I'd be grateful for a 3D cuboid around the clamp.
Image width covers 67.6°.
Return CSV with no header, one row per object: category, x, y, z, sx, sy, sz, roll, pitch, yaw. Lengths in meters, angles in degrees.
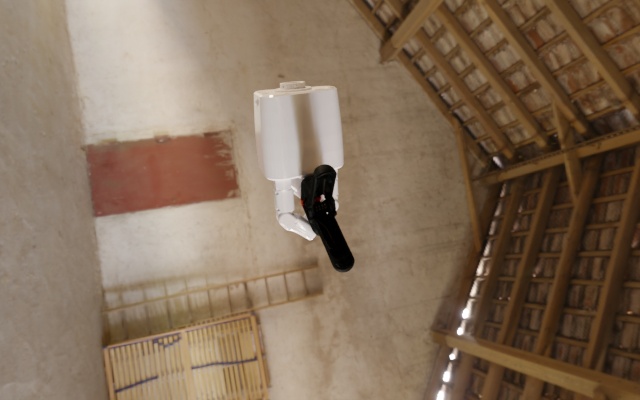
clamp,0.001,0.002,0.578,0.039,0.120,0.171,-9,19,-13
